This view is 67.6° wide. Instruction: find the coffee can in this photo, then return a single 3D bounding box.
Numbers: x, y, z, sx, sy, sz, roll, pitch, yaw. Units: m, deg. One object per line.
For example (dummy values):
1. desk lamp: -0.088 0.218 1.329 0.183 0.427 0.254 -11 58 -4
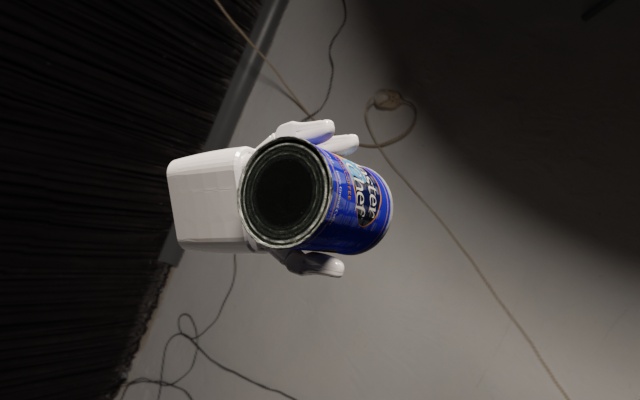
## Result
1. coffee can: 0.000 0.002 0.483 0.103 0.103 0.140 0 -8 30
